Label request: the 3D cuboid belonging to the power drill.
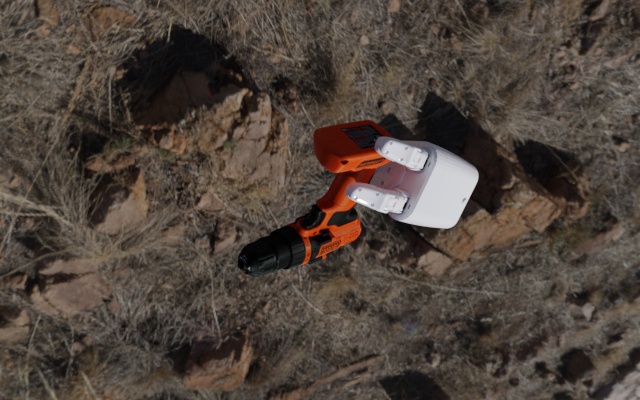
[{"bbox_3d":[0.000,0.001,0.548,0.184,0.188,0.057,-19,57,-42],"label":"power drill"}]
